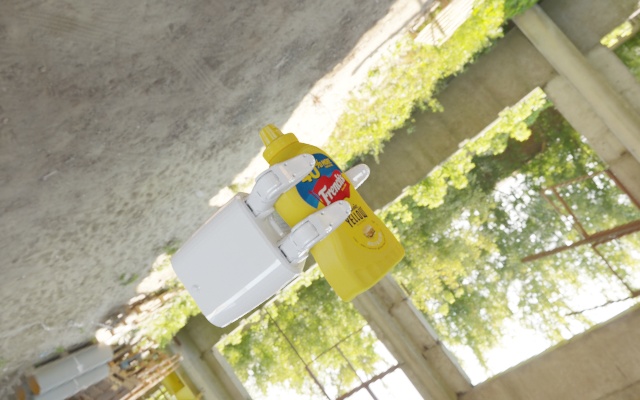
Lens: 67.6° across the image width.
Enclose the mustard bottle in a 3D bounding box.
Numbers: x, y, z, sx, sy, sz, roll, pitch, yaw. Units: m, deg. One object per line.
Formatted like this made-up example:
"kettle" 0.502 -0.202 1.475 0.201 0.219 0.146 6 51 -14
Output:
"mustard bottle" 0.000 0.002 0.485 0.096 0.191 0.058 -30 -10 -49
